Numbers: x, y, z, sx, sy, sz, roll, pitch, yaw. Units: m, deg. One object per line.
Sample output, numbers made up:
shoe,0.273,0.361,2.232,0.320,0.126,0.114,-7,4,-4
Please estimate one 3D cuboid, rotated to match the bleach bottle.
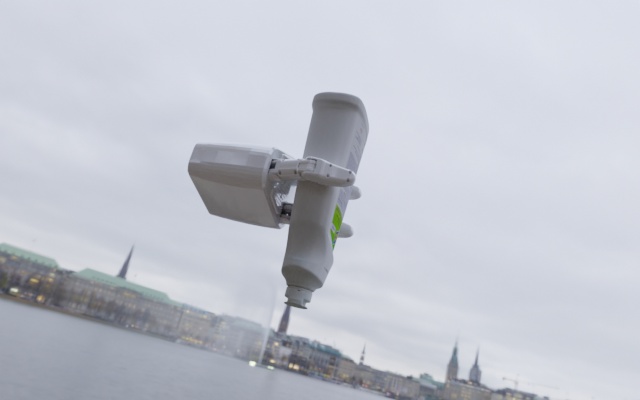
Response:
bleach bottle,0.000,0.002,0.574,0.068,0.250,0.103,8,-21,18
